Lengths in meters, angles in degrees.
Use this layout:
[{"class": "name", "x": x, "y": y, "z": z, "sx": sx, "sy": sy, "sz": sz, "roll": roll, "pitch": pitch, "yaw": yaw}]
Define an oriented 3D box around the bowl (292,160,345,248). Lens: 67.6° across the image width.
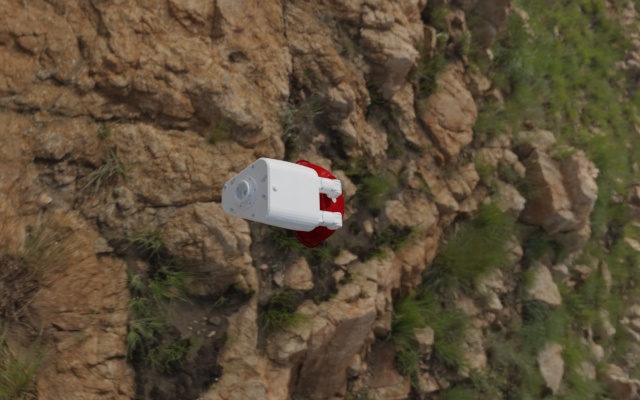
[{"class": "bowl", "x": 0.001, "y": 0.003, "z": 0.855, "sx": 0.055, "sy": 0.162, "sz": 0.162, "roll": -8, "pitch": -4, "yaw": 26}]
